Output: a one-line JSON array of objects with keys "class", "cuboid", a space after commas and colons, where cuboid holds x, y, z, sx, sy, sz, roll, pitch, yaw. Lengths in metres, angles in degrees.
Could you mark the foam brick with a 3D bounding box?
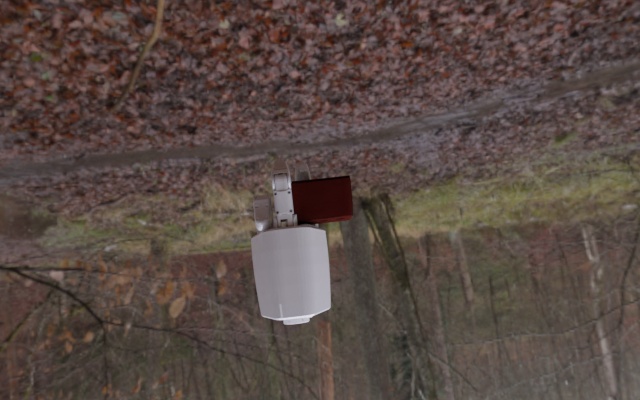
[{"class": "foam brick", "cuboid": [0.000, 0.002, 0.610, 0.078, 0.051, 0.053, -7, -10, -3]}]
